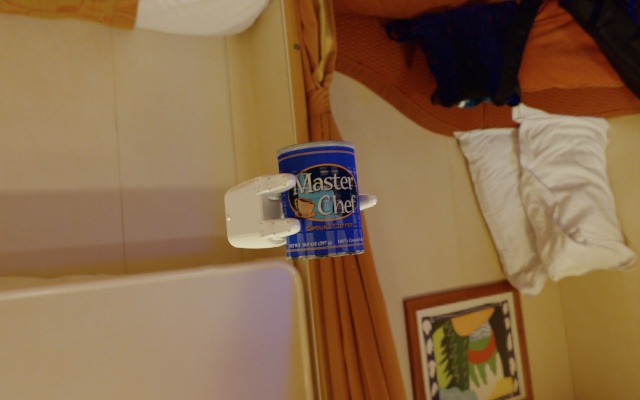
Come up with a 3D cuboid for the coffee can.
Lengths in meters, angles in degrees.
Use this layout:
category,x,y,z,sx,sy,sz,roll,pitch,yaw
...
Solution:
category,x,y,z,sx,sy,sz,roll,pitch,yaw
coffee can,0.000,0.002,0.619,0.103,0.140,0.103,-6,-5,0
